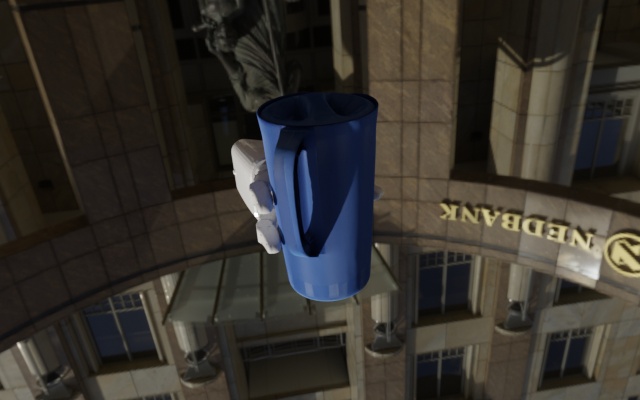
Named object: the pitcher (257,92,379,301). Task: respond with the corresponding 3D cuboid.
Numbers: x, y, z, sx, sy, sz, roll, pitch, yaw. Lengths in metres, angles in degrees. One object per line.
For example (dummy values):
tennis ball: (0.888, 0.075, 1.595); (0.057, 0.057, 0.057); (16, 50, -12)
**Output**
pitcher: (0.000, 0.002, 0.567); (0.149, 0.243, 0.145); (-17, 30, -22)
